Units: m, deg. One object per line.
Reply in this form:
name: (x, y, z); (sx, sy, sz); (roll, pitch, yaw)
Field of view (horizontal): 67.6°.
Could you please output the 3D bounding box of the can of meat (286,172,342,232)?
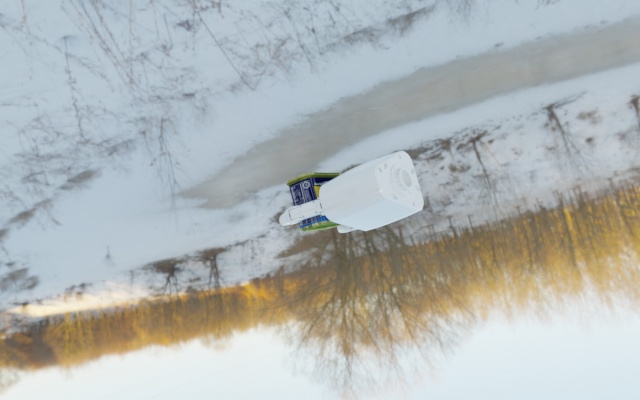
can of meat: (0.000, 0.003, 0.778); (0.057, 0.084, 0.102); (-21, -11, 37)
